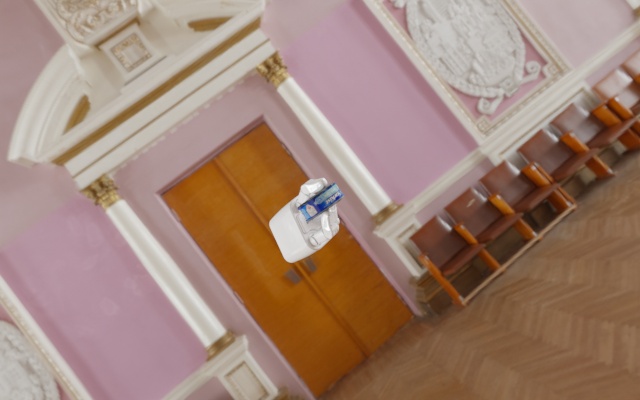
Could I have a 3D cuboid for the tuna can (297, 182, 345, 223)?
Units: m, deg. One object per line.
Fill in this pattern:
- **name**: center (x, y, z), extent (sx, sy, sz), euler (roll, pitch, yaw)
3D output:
- **tuna can**: center (0.000, 0.002, 0.878), extent (0.086, 0.034, 0.086), euler (-35, 2, 2)
